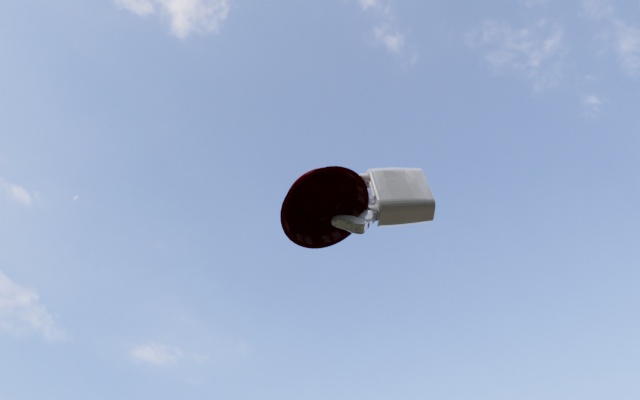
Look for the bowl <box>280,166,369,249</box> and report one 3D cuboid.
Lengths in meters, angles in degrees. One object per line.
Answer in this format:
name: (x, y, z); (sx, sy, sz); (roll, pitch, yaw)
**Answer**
bowl: (-0.001, 0.002, 0.826); (0.162, 0.162, 0.055); (0, 29, -25)
